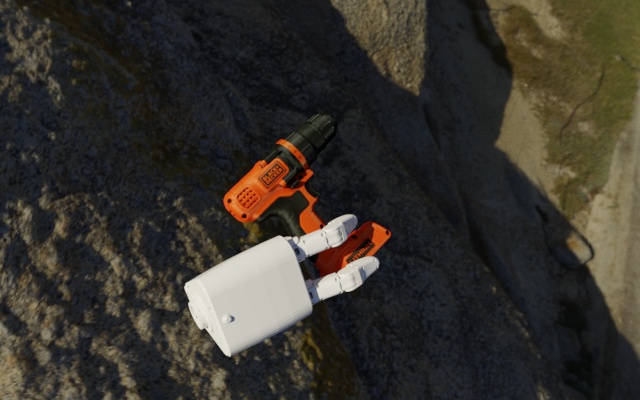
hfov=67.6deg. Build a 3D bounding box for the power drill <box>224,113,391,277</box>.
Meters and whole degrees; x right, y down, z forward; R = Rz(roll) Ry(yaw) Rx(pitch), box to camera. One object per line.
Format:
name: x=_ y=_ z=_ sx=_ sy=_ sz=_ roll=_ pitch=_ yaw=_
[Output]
power drill: x=0.000 y=0.003 z=0.615 sx=0.184 sy=0.187 sz=0.057 roll=-45 pitch=2 yaw=-14
